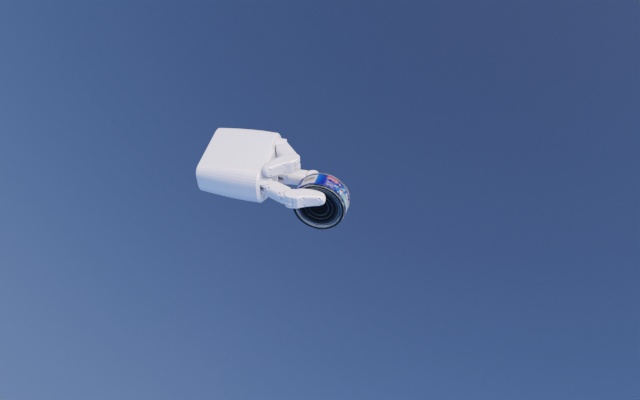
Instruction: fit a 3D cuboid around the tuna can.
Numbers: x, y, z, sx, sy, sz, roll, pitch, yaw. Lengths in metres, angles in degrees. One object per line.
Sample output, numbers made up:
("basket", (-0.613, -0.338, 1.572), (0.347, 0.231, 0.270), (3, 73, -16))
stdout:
("tuna can", (0.000, 0.003, 0.731), (0.086, 0.086, 0.033), (0, 34, 17))
